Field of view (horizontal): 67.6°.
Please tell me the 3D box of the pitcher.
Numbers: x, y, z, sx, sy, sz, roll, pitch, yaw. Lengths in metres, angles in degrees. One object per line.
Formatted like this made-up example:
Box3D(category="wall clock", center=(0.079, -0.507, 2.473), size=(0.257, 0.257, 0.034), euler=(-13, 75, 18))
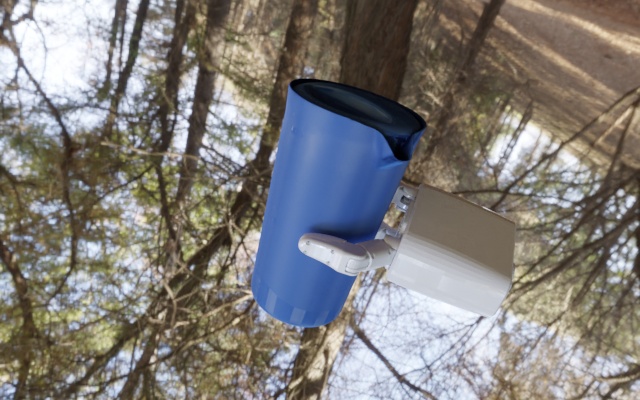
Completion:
Box3D(category="pitcher", center=(0.000, 0.002, 0.500), size=(0.145, 0.243, 0.149), euler=(21, 25, 7))
